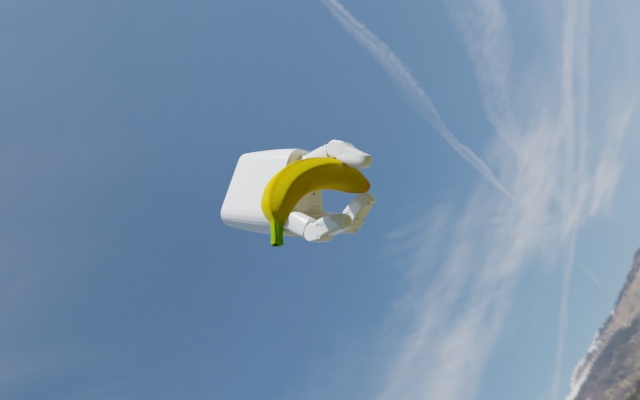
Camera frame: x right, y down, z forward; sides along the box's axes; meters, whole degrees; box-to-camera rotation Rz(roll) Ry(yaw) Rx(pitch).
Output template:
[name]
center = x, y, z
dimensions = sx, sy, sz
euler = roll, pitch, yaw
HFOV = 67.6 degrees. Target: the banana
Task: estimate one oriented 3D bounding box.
[banana]
center = -0.007, -0.015, 0.534
dimensions = 0.037, 0.069, 0.197
euler = -7, 14, 38
